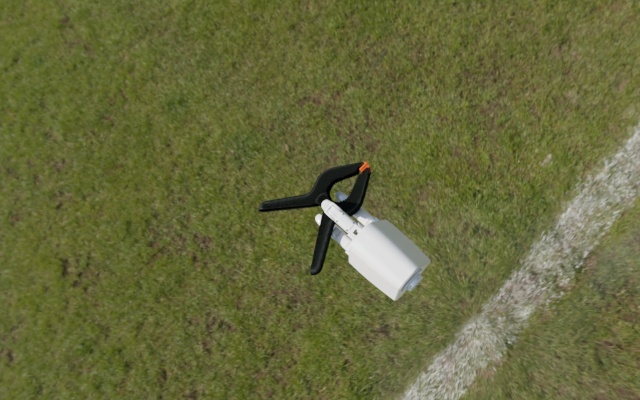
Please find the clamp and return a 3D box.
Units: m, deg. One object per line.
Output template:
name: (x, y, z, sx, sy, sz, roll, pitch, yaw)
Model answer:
clamp: (0.000, 0.002, 0.844, 0.164, 0.210, 0.036, 42, 2, 16)
